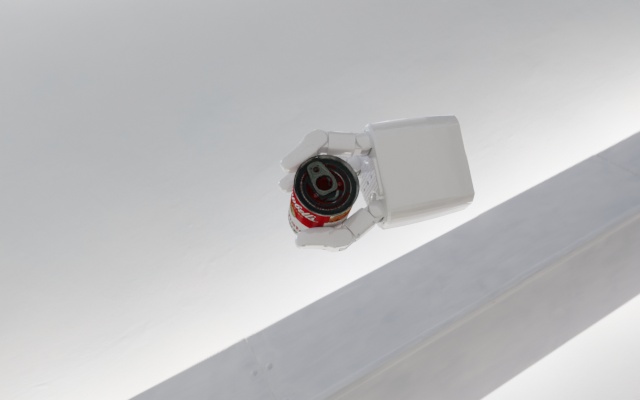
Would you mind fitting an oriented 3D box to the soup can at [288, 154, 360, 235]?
[{"bbox_3d":[0.000,0.002,0.528,0.068,0.068,0.102,0,-21,-8],"label":"soup can"}]
